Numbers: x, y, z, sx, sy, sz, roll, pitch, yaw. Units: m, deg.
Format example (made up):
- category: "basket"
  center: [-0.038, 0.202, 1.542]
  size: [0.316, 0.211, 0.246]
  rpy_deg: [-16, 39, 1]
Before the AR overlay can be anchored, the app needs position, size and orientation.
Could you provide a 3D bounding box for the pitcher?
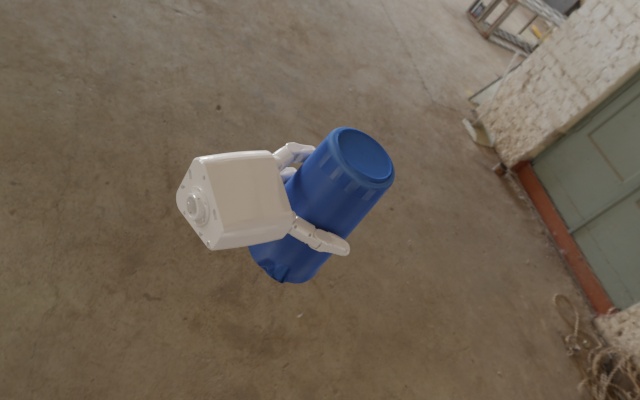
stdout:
- category: "pitcher"
  center: [0.000, 0.002, 0.712]
  size: [0.145, 0.149, 0.243]
  rpy_deg: [-6, -32, -42]
